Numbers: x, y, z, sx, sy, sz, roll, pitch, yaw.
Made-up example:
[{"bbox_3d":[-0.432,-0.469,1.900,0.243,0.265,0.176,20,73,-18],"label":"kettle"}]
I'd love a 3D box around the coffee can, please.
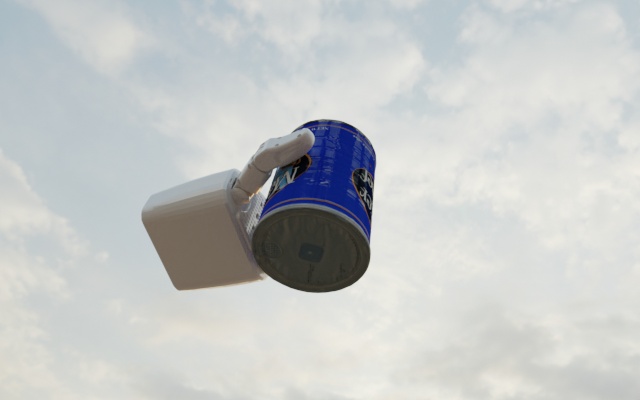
[{"bbox_3d":[0.000,0.002,0.457,0.103,0.103,0.140,0,39,10],"label":"coffee can"}]
